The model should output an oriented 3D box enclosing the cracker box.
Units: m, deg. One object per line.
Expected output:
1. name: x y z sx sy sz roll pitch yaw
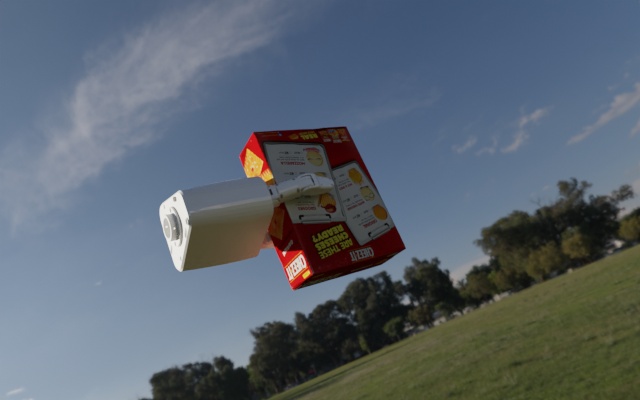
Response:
1. cracker box: 0.000 0.002 0.676 0.164 0.213 0.072 -10 -23 -35
